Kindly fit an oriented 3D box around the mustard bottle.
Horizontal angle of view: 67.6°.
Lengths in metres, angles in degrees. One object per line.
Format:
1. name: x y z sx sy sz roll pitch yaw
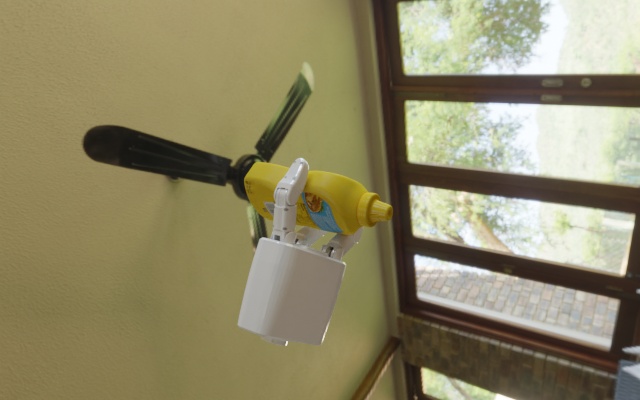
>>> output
1. mustard bottle: 0.000 0.002 0.602 0.191 0.058 0.096 10 -35 32
